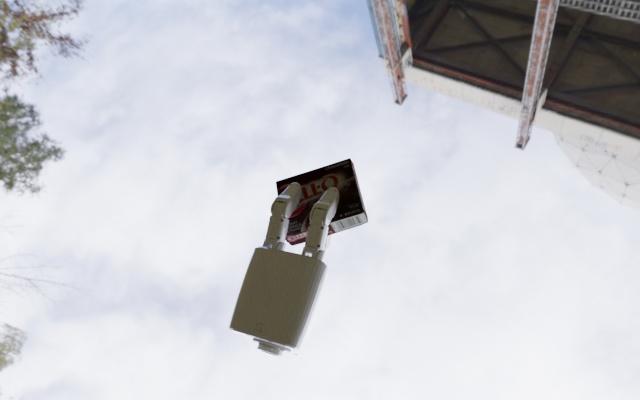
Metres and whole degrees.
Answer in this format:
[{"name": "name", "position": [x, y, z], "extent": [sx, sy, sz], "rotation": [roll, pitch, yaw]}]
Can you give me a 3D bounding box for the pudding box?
[{"name": "pudding box", "position": [0.000, 0.002, 0.645], "extent": [0.113, 0.090, 0.039], "rotation": [-16, -32, 7]}]
